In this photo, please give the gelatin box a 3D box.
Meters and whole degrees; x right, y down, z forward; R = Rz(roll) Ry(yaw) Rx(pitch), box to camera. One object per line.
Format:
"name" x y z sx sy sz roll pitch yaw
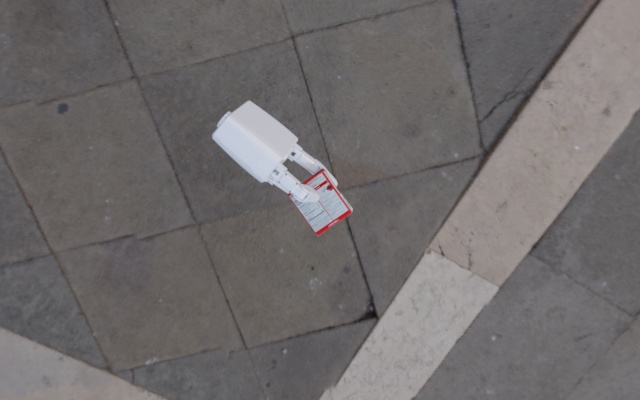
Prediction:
"gelatin box" 0.000 0.003 0.804 0.073 0.089 0.030 -35 5 12
